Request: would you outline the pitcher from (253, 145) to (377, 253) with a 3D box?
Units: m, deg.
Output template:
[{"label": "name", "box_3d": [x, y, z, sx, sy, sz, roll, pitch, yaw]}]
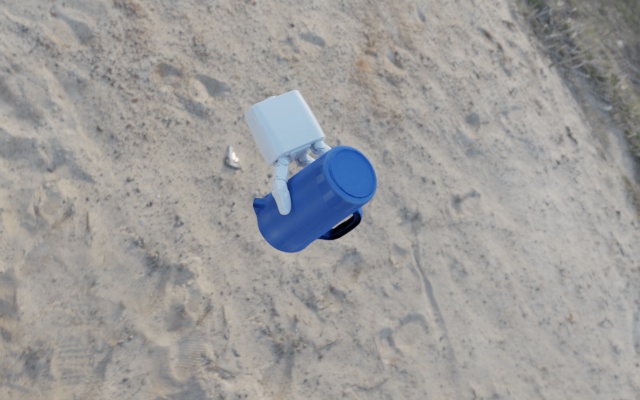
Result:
[{"label": "pitcher", "box_3d": [0.000, 0.003, 0.874, 0.149, 0.145, 0.243, -22, -8, -39]}]
